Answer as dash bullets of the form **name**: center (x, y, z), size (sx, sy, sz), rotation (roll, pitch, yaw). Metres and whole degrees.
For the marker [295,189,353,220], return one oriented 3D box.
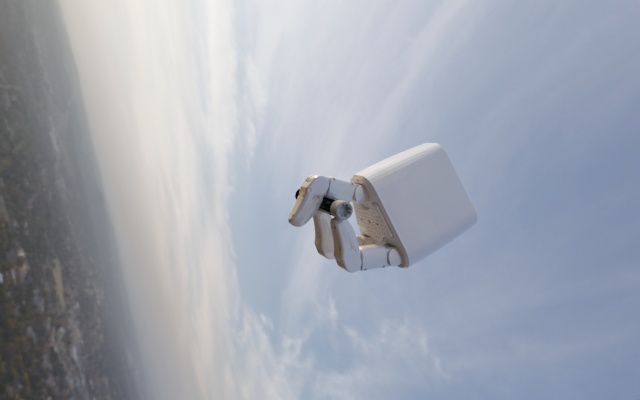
- **marker**: center (0.000, 0.002, 0.522), size (0.020, 0.020, 0.121), rotation (0, 8, -24)
